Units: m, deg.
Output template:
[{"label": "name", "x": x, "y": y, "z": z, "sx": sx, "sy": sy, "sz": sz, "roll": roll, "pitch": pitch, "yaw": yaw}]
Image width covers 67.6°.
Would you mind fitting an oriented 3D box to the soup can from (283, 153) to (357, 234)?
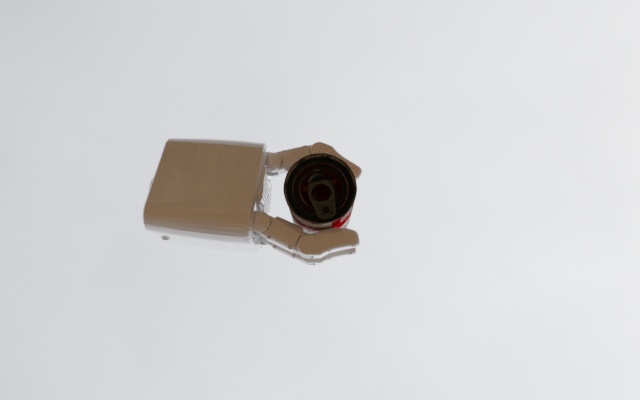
[{"label": "soup can", "x": 0.001, "y": 0.002, "z": 0.486, "sx": 0.068, "sy": 0.068, "sz": 0.102, "roll": 0, "pitch": -15, "yaw": 0}]
